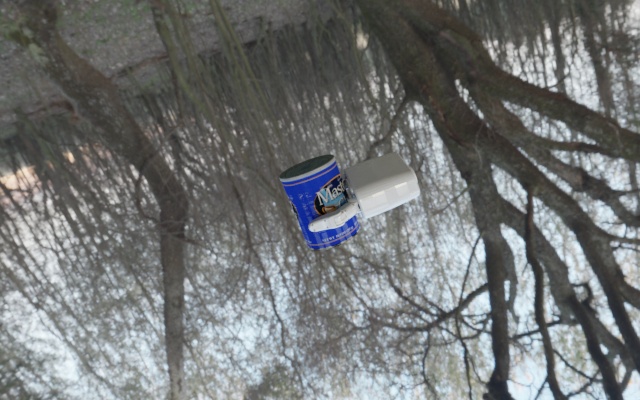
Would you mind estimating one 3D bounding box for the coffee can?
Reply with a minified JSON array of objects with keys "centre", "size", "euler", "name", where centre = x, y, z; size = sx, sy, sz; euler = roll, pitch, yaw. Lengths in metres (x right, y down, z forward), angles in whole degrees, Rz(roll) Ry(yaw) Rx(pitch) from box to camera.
[{"centre":[0.000,0.003,0.845],"size":[0.103,0.140,0.102],"euler":[-20,16,6],"name":"coffee can"}]
